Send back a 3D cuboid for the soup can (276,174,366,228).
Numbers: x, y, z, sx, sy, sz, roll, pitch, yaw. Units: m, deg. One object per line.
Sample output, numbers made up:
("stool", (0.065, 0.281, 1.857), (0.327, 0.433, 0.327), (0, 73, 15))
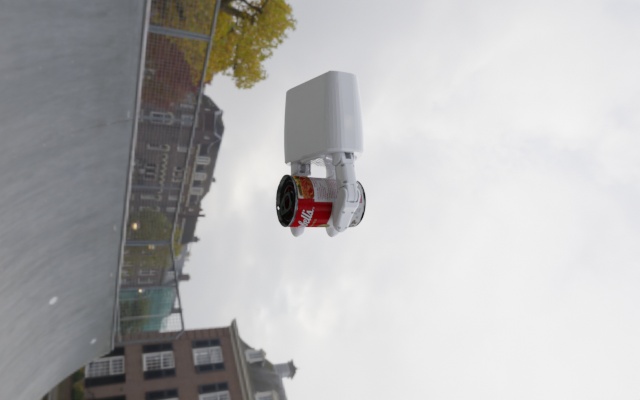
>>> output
("soup can", (0.000, 0.003, 0.630), (0.102, 0.068, 0.068), (2, -1, -26))
